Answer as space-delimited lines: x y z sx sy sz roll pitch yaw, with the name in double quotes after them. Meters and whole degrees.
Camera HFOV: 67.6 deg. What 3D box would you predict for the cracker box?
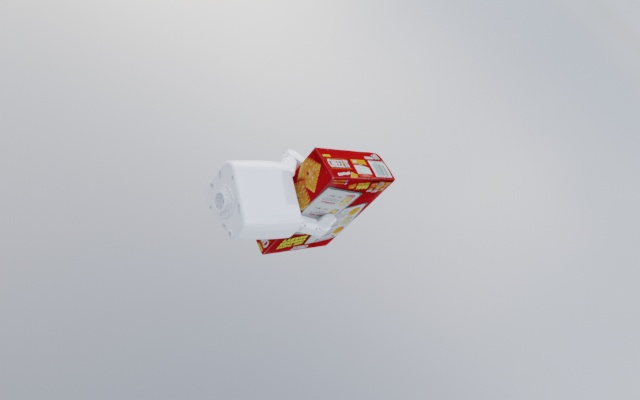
0.000 0.003 0.833 0.164 0.072 0.214 -2 -35 -46 "cracker box"
